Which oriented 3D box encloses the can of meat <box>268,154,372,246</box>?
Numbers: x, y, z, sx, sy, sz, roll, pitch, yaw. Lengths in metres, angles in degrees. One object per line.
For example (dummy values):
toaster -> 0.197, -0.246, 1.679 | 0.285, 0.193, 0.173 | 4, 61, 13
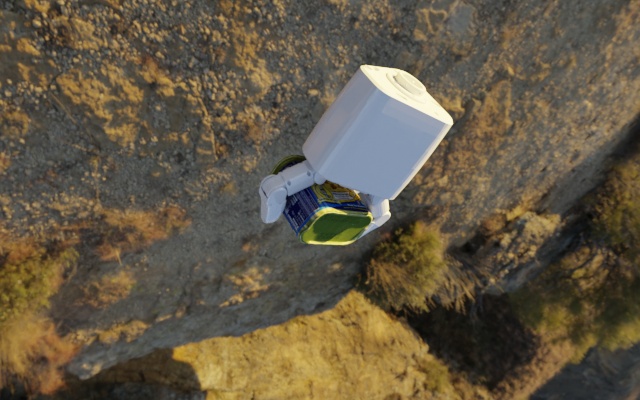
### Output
can of meat -> 0.000, 0.002, 0.533 | 0.102, 0.084, 0.057 | 7, -49, -47
